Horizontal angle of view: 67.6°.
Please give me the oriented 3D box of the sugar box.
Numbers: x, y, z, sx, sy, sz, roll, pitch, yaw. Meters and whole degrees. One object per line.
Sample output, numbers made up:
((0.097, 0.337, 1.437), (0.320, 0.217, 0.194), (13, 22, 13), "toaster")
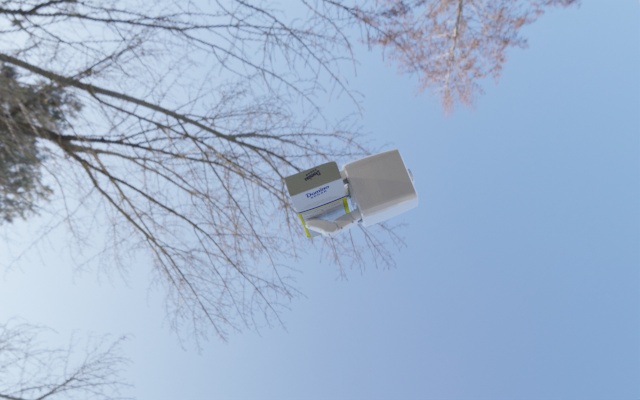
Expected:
((0.000, 0.002, 0.855), (0.093, 0.048, 0.176), (-19, -31, -1), "sugar box")
